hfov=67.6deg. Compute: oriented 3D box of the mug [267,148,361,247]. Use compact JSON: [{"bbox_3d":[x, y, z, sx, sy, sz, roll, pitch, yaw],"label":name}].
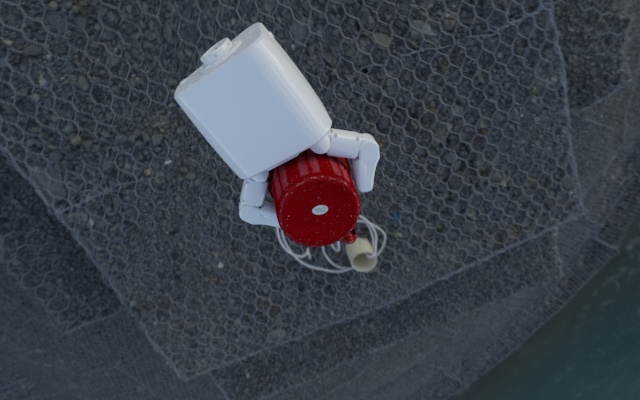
[{"bbox_3d":[0.001,0.003,0.490,0.093,0.117,0.081,-34,28,9],"label":"mug"}]
